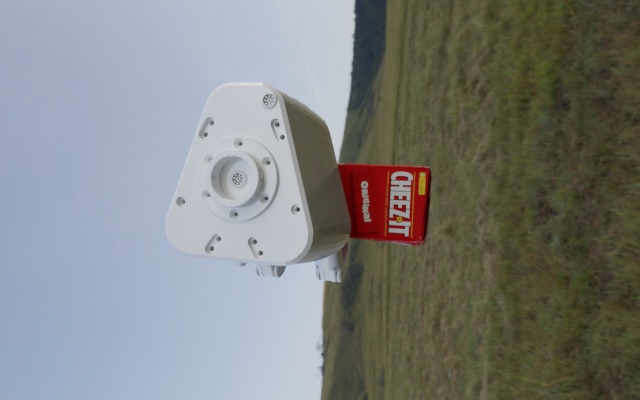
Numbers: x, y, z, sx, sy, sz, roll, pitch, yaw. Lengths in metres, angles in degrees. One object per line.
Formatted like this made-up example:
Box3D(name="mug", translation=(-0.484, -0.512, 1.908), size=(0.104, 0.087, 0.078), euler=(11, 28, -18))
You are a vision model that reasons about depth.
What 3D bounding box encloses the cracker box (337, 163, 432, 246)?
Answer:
Box3D(name="cracker box", translation=(0.000, 0.001, 0.478), size=(0.213, 0.072, 0.164), euler=(4, 0, 13))
